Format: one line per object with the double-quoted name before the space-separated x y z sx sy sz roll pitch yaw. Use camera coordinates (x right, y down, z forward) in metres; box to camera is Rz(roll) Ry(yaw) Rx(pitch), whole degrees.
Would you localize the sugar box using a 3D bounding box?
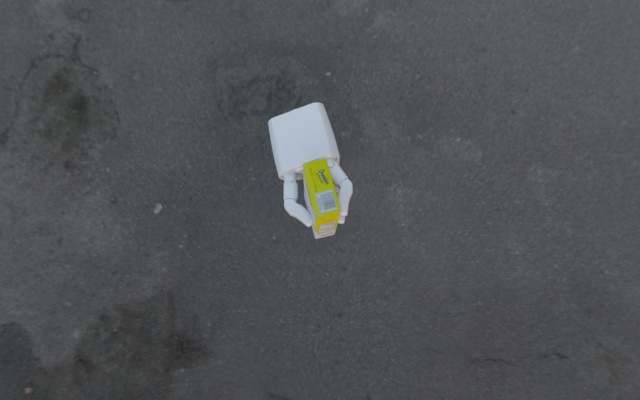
"sugar box" 0.001 0.002 0.826 0.048 0.093 0.176 -14 -14 -3
